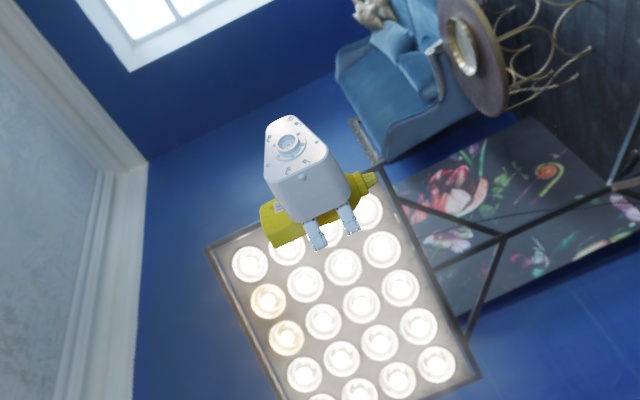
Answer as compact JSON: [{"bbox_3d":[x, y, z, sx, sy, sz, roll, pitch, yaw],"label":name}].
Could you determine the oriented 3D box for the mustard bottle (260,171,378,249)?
[{"bbox_3d":[0.000,0.003,0.757,0.191,0.058,0.096,-25,30,4],"label":"mustard bottle"}]
